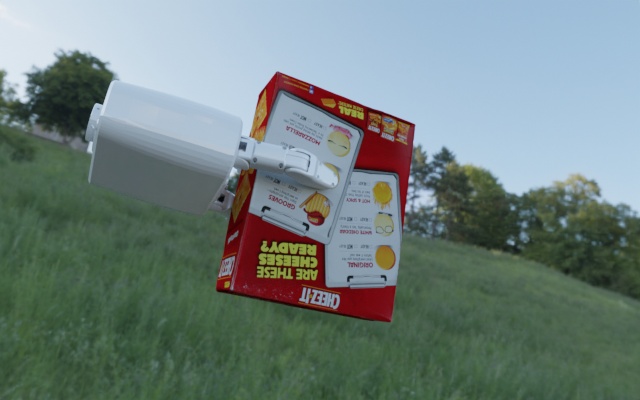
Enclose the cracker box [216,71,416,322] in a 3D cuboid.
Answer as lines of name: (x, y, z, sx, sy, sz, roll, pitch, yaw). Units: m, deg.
cracker box: (0.000, 0.001, 0.484, 0.164, 0.213, 0.072, 16, -17, -21)
